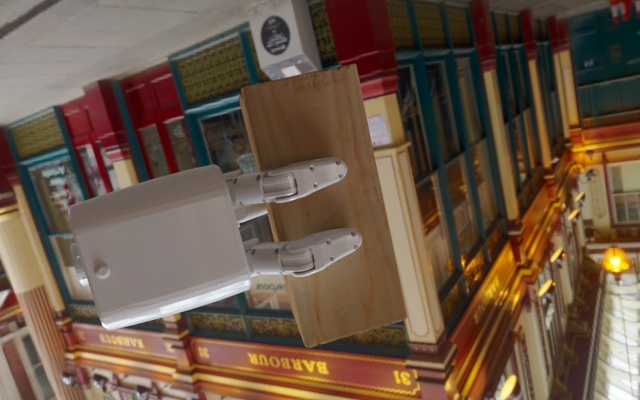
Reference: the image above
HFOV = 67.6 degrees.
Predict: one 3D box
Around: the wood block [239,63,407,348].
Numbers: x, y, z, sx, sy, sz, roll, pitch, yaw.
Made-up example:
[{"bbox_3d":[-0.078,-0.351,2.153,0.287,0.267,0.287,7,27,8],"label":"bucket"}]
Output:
[{"bbox_3d":[0.000,0.002,0.407,0.090,0.206,0.091,-14,10,-9],"label":"wood block"}]
